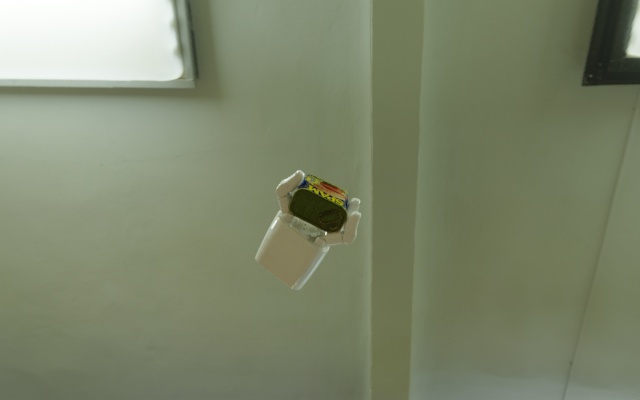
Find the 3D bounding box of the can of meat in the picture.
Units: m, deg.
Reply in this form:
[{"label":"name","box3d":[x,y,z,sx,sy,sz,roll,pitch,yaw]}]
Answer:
[{"label":"can of meat","box3d":[0.000,0.003,0.860,0.102,0.057,0.084,26,24,-4]}]
